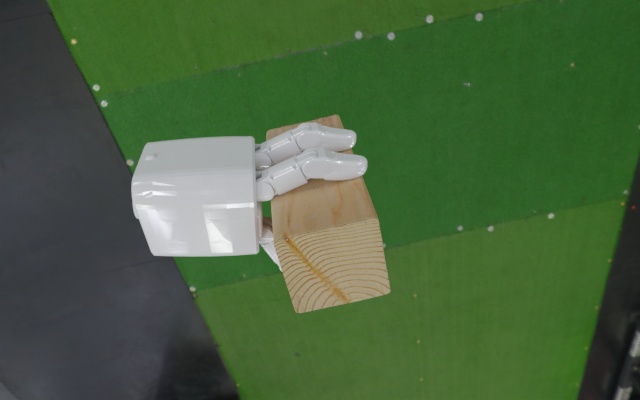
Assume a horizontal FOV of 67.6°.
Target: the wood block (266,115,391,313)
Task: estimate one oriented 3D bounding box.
[{"bbox_3d":[0.000,0.002,0.490,0.090,0.091,0.206,-13,35,0],"label":"wood block"}]
